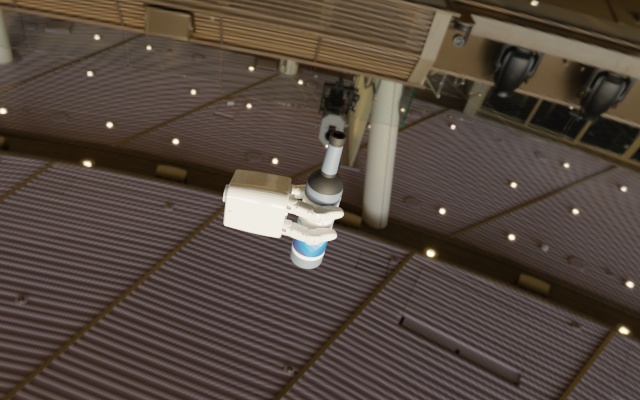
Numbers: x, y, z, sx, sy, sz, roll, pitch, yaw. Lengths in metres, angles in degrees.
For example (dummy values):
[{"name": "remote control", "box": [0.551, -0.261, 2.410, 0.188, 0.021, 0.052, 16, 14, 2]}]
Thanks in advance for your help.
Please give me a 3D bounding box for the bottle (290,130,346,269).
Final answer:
[{"name": "bottle", "box": [0.000, 0.003, 0.878, 0.069, 0.296, 0.069, 9, 39, -7]}]
